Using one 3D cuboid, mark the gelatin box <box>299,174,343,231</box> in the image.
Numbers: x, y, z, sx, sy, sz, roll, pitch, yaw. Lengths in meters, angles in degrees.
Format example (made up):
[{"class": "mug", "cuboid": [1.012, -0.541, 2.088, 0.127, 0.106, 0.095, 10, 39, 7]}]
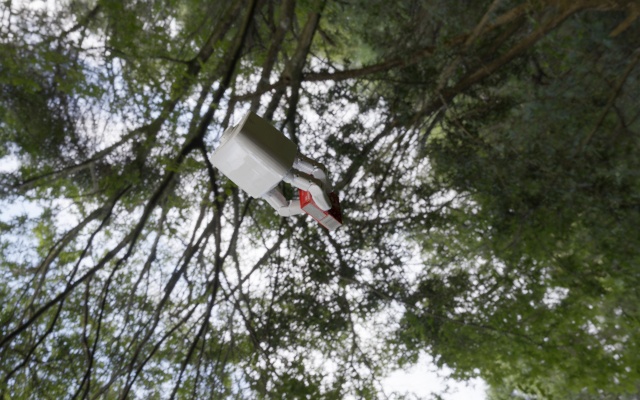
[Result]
[{"class": "gelatin box", "cuboid": [0.000, 0.003, 0.865, 0.030, 0.073, 0.089, -34, -53, 25]}]
